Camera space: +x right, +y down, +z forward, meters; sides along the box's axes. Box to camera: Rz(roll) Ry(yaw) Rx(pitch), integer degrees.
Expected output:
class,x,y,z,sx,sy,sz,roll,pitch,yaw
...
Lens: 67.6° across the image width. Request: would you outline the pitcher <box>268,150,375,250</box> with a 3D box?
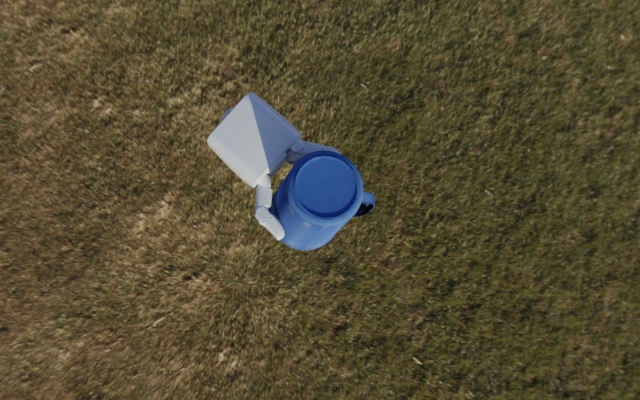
class,x,y,z,sx,sy,sz,roll,pitch,yaw
pitcher,0.000,0.002,0.763,0.149,0.145,0.243,-46,0,-14
